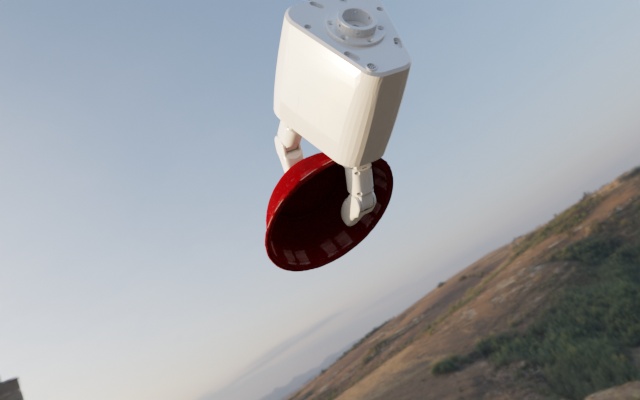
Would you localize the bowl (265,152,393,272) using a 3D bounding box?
[{"bbox_3d":[0.000,0.002,0.525,0.162,0.162,0.055,0,37,-42],"label":"bowl"}]
